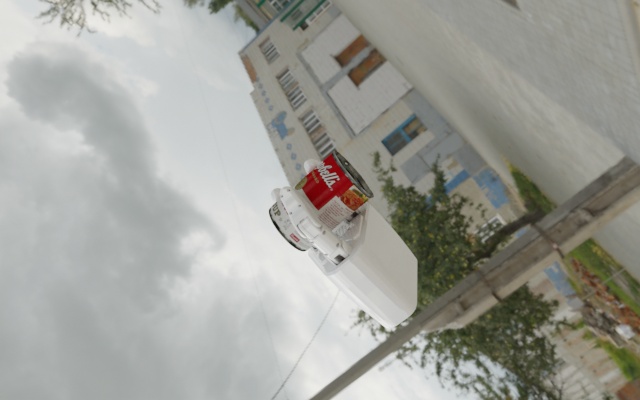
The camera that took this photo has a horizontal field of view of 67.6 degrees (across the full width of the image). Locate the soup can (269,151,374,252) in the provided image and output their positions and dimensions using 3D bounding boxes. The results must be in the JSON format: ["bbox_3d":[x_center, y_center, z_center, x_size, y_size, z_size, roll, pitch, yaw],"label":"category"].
[{"bbox_3d":[0.000,0.002,0.542,0.102,0.068,0.068,-40,-11,13],"label":"soup can"}]
